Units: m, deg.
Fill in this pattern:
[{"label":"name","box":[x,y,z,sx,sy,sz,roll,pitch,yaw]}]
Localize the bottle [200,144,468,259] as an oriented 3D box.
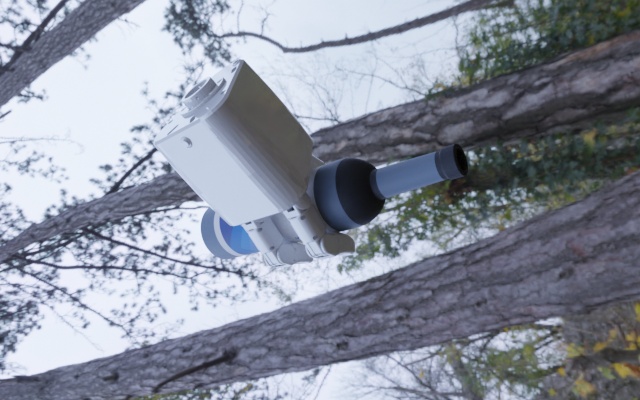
[{"label":"bottle","box":[0.000,0.002,0.472,0.296,0.069,0.069,-17,-10,36]}]
